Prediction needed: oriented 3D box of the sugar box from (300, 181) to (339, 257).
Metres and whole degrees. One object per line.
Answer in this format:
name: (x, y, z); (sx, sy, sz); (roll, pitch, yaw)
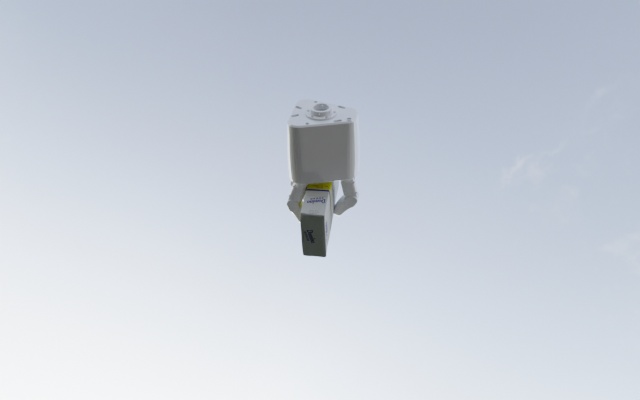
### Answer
sugar box: (0.000, 0.002, 0.820); (0.048, 0.093, 0.176); (5, 39, 9)
